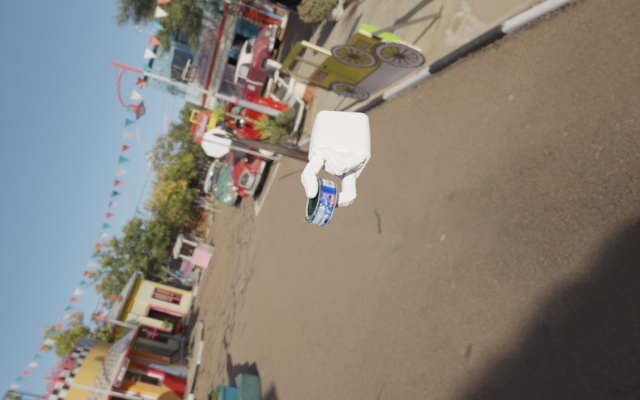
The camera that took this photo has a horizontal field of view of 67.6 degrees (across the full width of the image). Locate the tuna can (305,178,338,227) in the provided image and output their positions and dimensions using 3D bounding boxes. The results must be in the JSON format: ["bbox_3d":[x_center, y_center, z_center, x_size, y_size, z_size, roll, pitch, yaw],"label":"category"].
[{"bbox_3d":[0.000,0.003,0.878,0.034,0.086,0.086,14,-4,-16],"label":"tuna can"}]
